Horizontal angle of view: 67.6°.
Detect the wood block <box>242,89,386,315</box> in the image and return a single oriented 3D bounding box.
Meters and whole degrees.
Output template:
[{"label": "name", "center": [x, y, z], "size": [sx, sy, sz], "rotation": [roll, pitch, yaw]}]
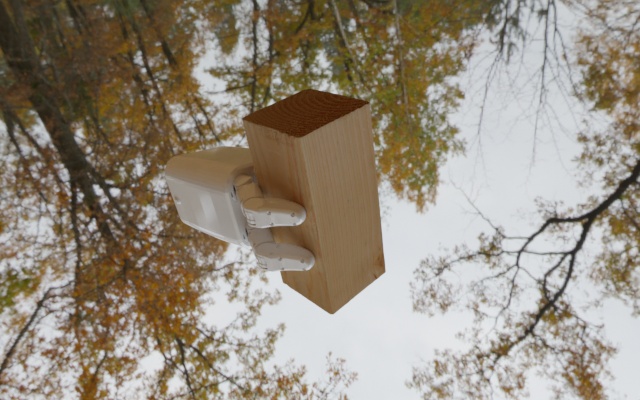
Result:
[{"label": "wood block", "center": [0.000, 0.001, 0.499], "size": [0.091, 0.206, 0.090], "rotation": [-33, 39, -32]}]
